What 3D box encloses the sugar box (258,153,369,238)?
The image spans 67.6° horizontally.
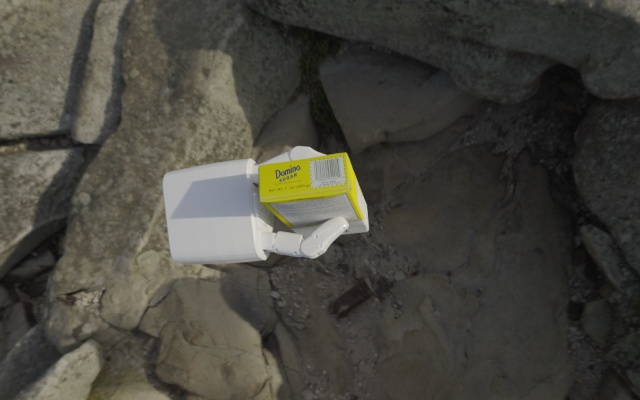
[{"bbox_3d":[0.000,0.001,0.544,0.093,0.048,0.176,-7,-15,9],"label":"sugar box"}]
